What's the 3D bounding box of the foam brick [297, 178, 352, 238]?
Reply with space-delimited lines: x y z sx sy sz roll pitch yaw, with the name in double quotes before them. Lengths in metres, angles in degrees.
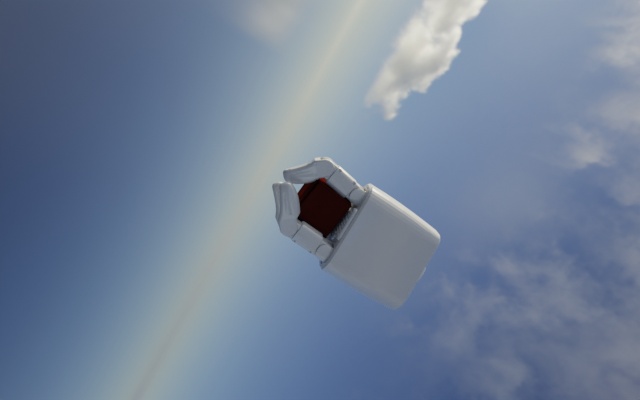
"foam brick" 0.000 0.002 0.586 0.051 0.053 0.078 36 12 -10
